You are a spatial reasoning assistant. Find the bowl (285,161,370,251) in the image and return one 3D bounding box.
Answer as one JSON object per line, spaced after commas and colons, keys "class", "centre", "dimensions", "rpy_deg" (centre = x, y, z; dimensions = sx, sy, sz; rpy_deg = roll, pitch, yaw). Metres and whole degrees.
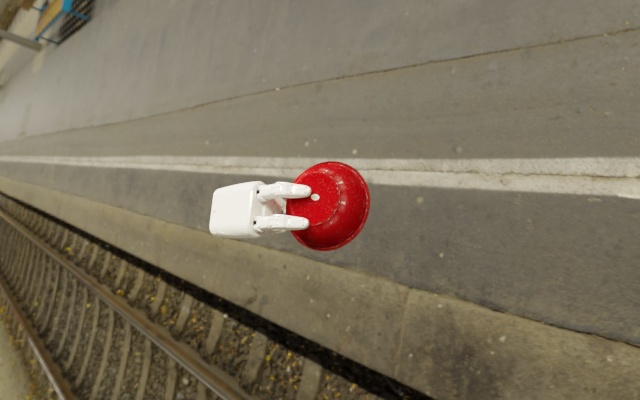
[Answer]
{"class": "bowl", "centre": [0.001, 0.002, 0.812], "dimensions": [0.162, 0.162, 0.055], "rpy_deg": [0, -13, 24]}
